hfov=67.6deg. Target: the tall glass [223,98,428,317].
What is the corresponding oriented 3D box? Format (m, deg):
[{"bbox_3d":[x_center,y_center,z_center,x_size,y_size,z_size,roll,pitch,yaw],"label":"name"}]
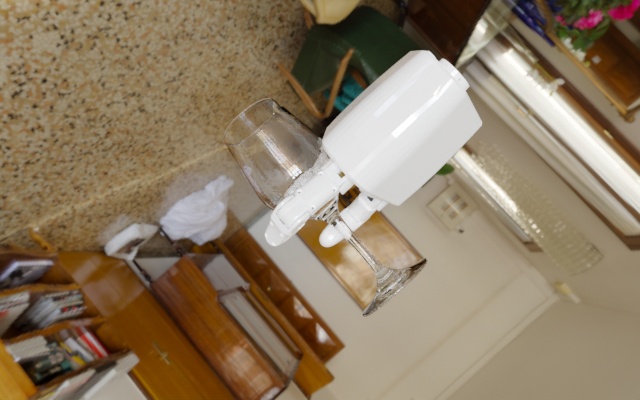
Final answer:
[{"bbox_3d":[0.000,0.002,0.425,0.079,0.201,0.079,-41,-7,-6],"label":"tall glass"}]
